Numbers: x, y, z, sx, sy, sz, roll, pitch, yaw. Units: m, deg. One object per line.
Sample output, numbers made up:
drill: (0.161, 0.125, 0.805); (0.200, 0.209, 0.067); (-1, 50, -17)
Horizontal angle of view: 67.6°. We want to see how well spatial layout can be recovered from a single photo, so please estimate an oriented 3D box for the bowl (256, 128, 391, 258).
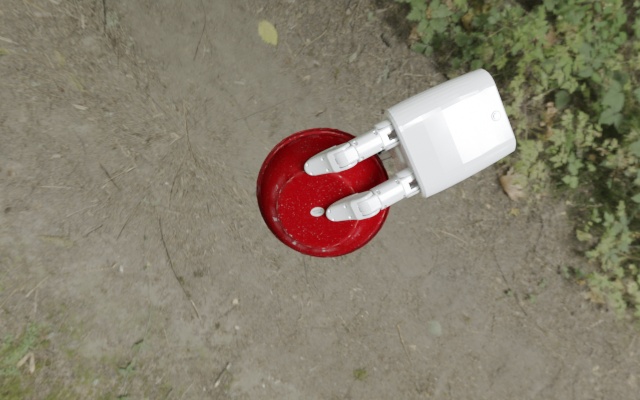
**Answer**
bowl: (-0.001, 0.003, 0.543); (0.162, 0.162, 0.055); (0, 18, 7)
